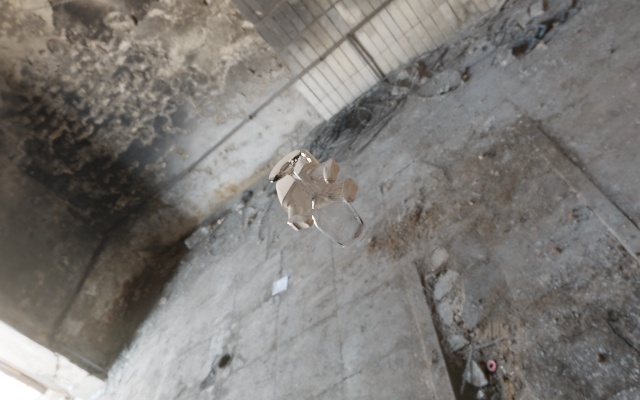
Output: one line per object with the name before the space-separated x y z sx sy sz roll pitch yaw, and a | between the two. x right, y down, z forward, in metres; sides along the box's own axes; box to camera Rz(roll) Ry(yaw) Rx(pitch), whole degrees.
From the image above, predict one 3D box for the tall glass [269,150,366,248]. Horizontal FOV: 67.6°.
tall glass | 0.000 0.003 0.875 0.201 0.079 0.079 45 -24 -26
